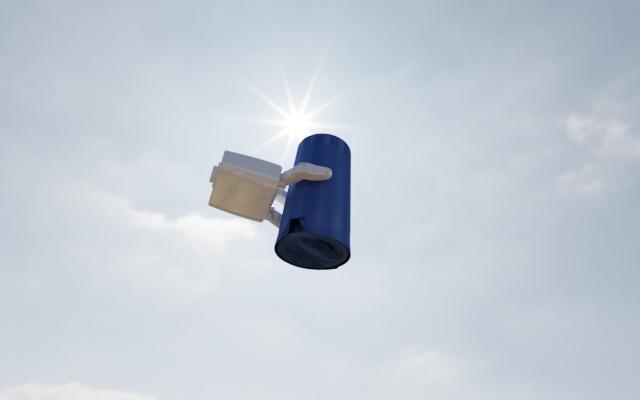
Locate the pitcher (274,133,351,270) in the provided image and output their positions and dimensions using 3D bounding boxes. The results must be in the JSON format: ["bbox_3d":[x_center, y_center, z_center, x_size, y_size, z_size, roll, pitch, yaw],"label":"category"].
[{"bbox_3d":[0.000,0.003,0.891,0.145,0.242,0.149,17,-35,-14],"label":"pitcher"}]
